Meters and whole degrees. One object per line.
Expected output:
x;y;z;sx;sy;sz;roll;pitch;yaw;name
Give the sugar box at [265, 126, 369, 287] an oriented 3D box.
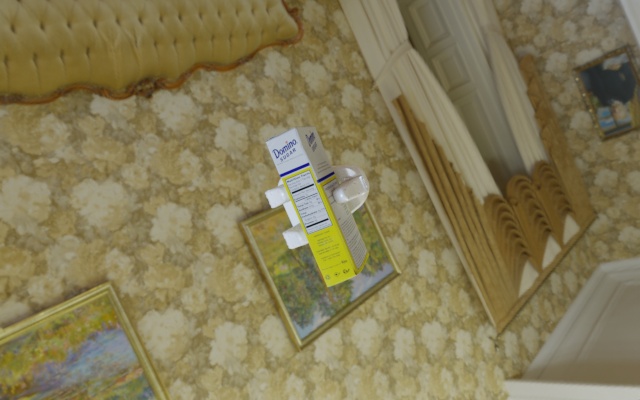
0.000;0.002;0.557;0.048;0.176;0.093;-24;3;15;sugar box
